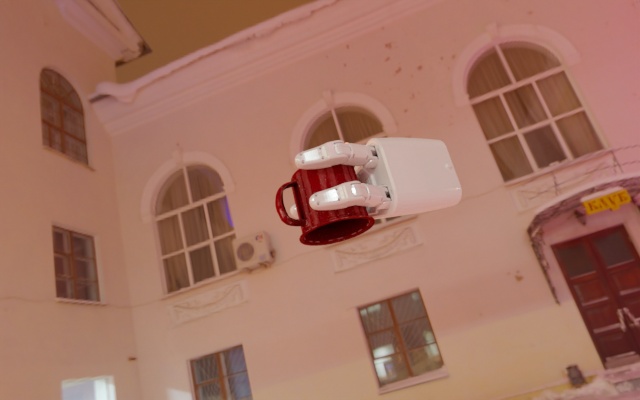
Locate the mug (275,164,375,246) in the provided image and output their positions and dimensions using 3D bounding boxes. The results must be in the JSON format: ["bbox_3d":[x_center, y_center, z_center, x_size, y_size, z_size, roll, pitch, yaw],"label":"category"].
[{"bbox_3d":[-0.001,0.002,0.575,0.117,0.081,0.093,-4,-23,-27],"label":"mug"}]
